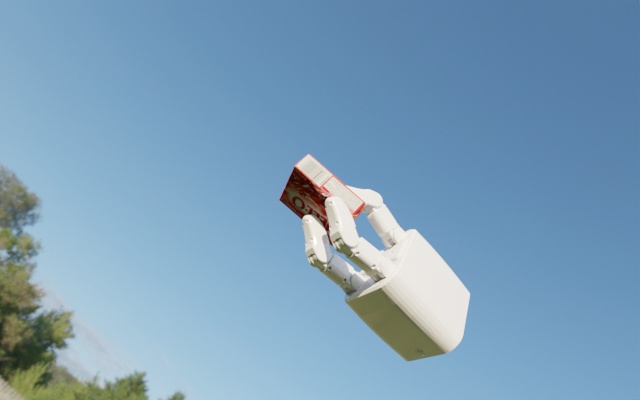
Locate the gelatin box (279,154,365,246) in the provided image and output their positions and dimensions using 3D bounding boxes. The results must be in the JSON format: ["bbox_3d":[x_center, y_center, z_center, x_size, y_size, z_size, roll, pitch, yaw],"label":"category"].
[{"bbox_3d":[0.000,0.001,0.552,0.030,0.089,0.073,-43,-10,-36],"label":"gelatin box"}]
